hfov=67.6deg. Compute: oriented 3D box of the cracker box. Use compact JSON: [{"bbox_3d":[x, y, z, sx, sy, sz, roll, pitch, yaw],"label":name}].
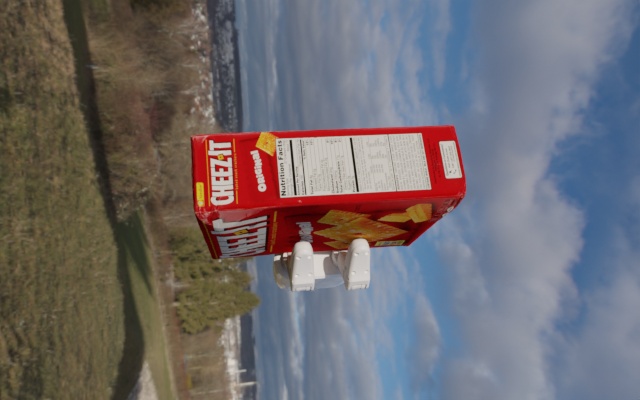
[{"bbox_3d":[0.000,0.001,0.439,0.214,0.072,0.164,-4,-19,-9],"label":"cracker box"}]
